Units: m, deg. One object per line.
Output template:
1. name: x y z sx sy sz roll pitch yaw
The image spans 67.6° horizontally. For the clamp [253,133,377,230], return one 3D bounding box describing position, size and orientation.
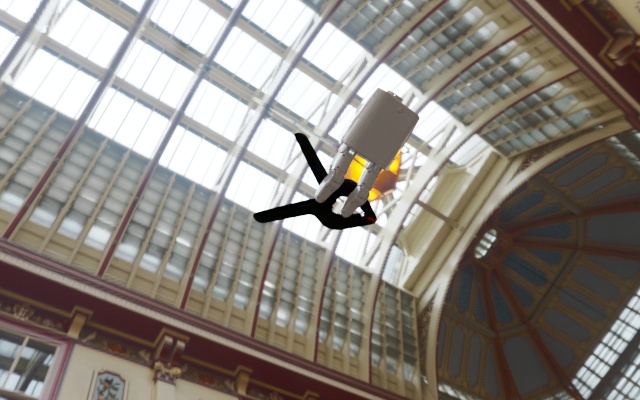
1. clamp: 0.000 0.002 0.815 0.210 0.164 0.036 30 12 -24
